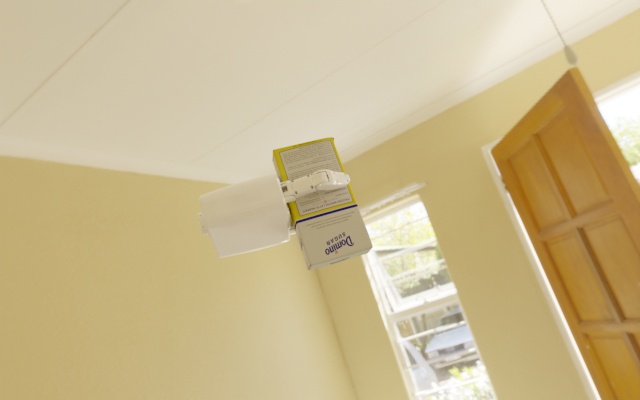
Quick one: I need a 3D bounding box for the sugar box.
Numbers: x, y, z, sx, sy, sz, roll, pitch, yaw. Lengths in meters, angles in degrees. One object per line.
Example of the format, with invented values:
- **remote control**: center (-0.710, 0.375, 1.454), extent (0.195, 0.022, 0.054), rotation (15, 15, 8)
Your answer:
- **sugar box**: center (0.000, 0.002, 0.677), extent (0.093, 0.176, 0.048), rotation (-15, -15, -12)
